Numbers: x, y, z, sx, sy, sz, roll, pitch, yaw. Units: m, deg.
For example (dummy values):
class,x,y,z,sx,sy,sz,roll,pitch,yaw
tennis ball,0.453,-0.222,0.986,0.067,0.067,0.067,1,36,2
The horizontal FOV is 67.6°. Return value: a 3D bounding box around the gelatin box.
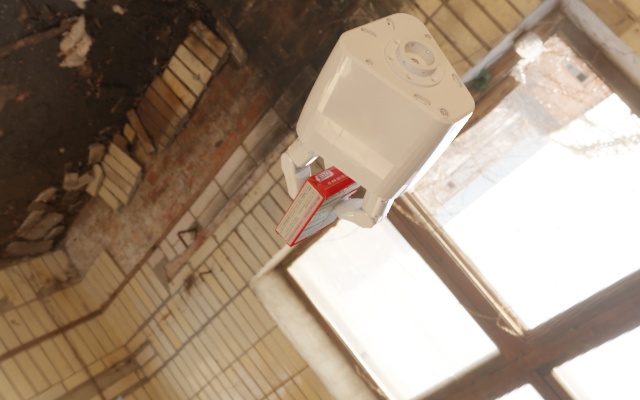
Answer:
class,x,y,z,sx,sy,sz,roll,pitch,yaw
gelatin box,0.000,0.002,0.501,0.073,0.030,0.089,-27,-21,-46
